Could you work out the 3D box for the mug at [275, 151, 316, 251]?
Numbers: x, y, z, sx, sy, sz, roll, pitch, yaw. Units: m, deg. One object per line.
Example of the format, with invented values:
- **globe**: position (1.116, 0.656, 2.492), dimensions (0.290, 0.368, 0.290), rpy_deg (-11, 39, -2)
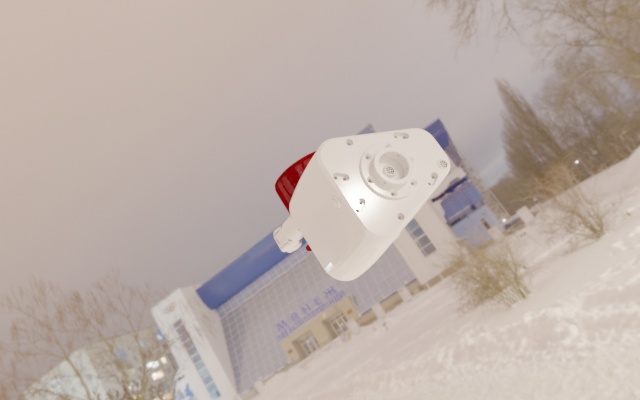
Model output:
- **mug**: position (0.000, 0.002, 0.539), dimensions (0.093, 0.081, 0.117), rpy_deg (-27, -15, -24)
